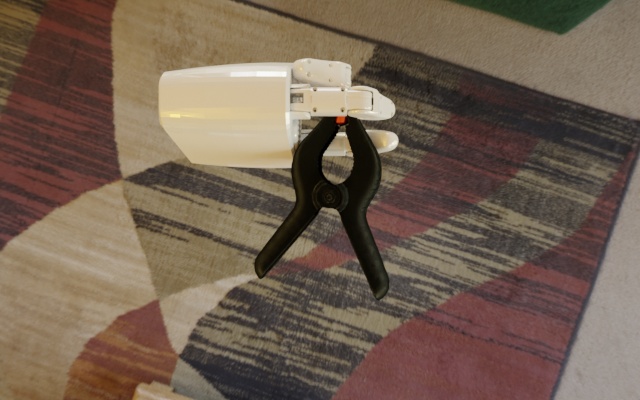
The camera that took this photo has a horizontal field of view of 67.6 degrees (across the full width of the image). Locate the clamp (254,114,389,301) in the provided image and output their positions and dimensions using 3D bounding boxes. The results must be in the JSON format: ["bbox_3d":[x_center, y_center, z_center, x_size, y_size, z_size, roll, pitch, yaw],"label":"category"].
[{"bbox_3d":[0.000,0.001,0.419,0.120,0.171,0.039,0,0,2],"label":"clamp"}]
